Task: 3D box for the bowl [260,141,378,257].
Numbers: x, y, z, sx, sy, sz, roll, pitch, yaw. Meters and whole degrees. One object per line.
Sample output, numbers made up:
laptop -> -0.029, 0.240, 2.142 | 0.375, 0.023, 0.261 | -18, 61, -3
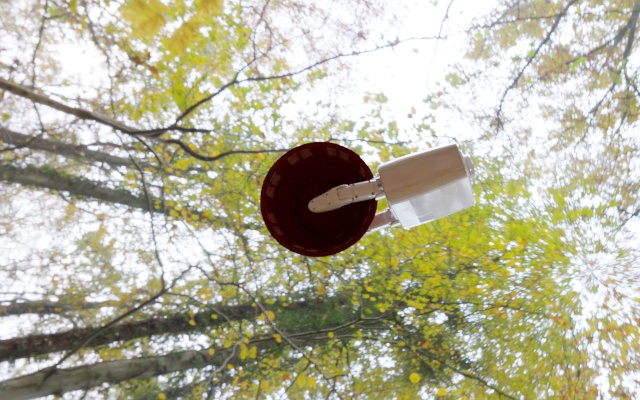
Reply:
bowl -> -0.001, 0.002, 0.668 | 0.162, 0.162, 0.055 | 0, -14, 8
